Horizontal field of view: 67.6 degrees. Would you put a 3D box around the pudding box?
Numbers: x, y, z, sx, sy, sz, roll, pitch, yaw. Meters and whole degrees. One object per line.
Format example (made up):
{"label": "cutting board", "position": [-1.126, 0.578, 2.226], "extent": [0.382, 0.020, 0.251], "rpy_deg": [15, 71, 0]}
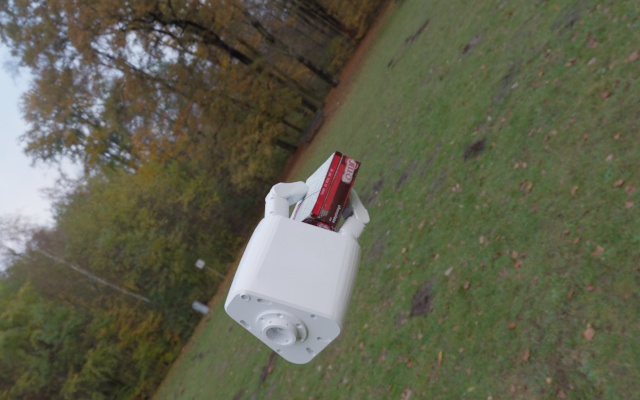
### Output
{"label": "pudding box", "position": [0.000, 0.002, 0.576], "extent": [0.039, 0.090, 0.113], "rpy_deg": [28, -23, -12]}
